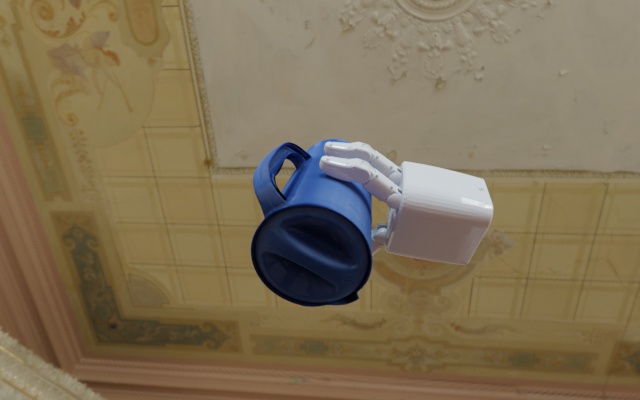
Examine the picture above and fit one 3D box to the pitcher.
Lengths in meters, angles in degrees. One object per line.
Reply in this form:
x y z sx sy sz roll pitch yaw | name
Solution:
0.000 0.002 0.609 0.145 0.149 0.242 12 29 3 | pitcher
